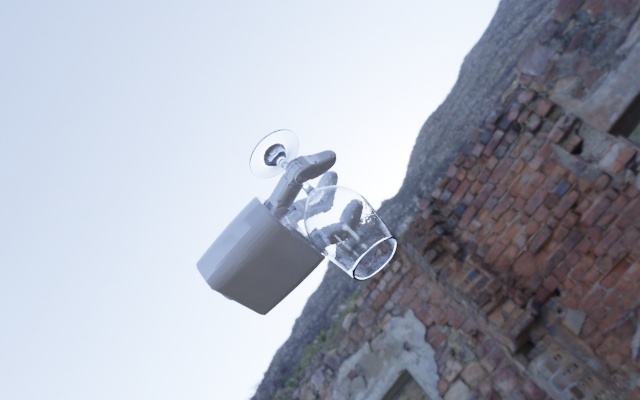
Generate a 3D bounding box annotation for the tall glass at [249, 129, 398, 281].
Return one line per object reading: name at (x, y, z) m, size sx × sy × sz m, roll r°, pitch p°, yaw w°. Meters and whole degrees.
tall glass at (0.000, 0.001, 0.554) m, size 0.079 × 0.079 × 0.201 m, roll 0°, pitch 37°, yaw -48°
